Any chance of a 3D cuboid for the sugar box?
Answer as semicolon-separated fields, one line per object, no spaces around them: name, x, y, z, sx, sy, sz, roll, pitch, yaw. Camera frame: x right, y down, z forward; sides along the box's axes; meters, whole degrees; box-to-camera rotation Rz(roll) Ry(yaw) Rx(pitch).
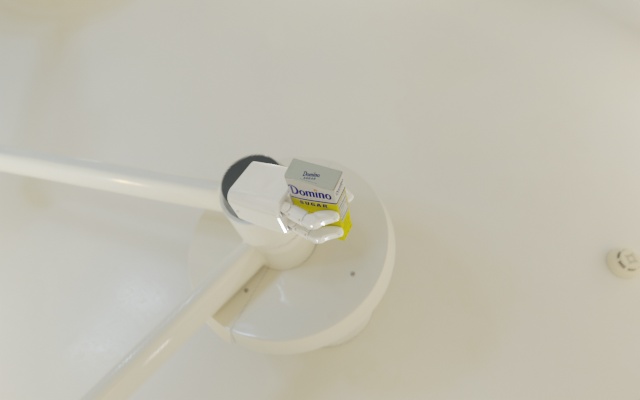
sugar box;0.000;0.003;0.840;0.093;0.048;0.176;16;-25;20
